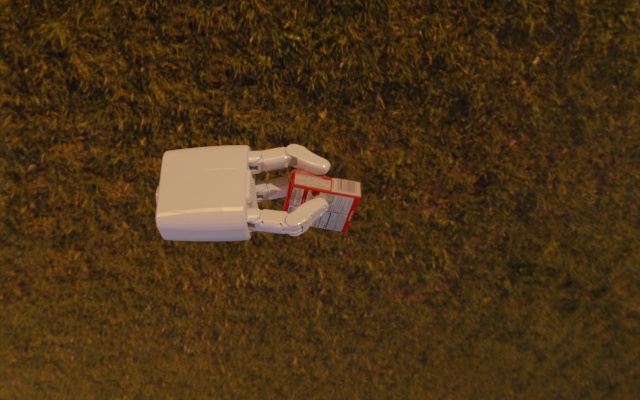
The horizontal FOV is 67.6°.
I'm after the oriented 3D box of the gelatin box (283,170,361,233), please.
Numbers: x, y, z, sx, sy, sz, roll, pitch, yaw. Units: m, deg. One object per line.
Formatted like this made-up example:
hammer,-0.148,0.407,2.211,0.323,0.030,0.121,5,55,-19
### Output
gelatin box,0.000,0.002,0.608,0.089,0.030,0.073,10,-43,-7
